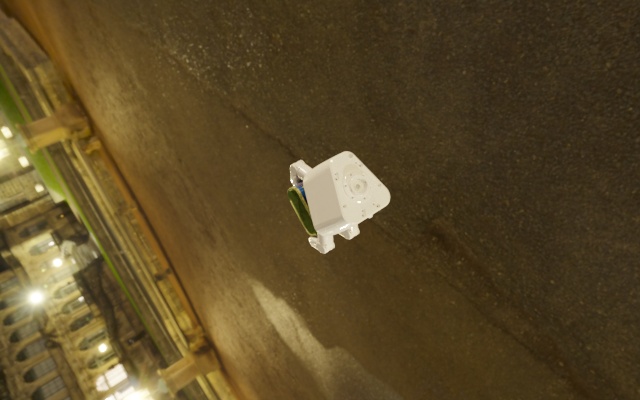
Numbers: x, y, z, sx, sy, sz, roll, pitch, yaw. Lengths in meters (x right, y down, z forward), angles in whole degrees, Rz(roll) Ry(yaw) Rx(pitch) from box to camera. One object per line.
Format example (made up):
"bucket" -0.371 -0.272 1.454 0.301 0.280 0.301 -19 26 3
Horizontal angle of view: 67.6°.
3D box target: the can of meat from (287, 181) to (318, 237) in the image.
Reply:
"can of meat" 0.000 0.003 0.852 0.084 0.102 0.057 -30 4 -26
